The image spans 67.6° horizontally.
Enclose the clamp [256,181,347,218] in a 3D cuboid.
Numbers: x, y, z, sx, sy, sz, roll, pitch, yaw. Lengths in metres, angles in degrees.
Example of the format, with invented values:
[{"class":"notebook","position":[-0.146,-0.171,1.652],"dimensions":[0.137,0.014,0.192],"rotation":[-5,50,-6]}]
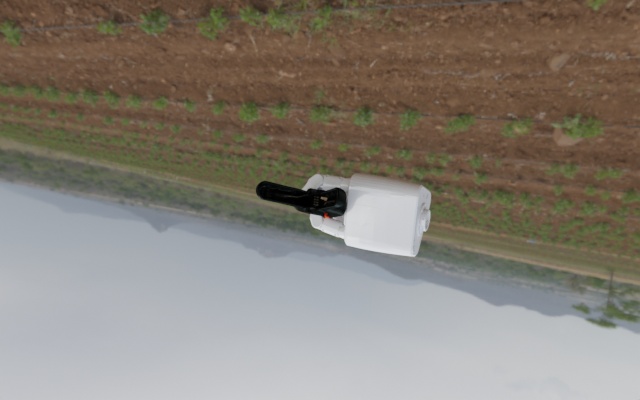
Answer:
[{"class":"clamp","position":[0.000,0.003,0.672],"dimensions":[0.120,0.039,0.171],"rotation":[11,-3,25]}]
